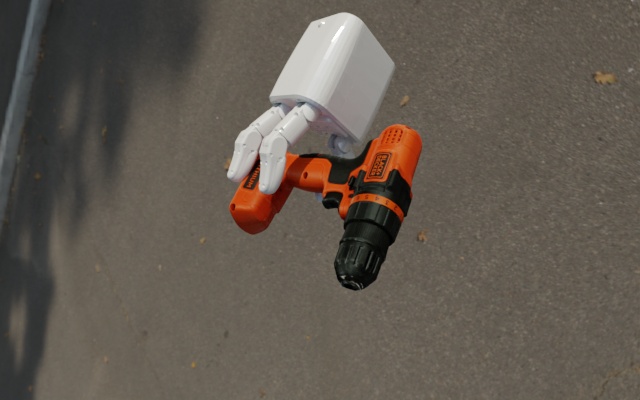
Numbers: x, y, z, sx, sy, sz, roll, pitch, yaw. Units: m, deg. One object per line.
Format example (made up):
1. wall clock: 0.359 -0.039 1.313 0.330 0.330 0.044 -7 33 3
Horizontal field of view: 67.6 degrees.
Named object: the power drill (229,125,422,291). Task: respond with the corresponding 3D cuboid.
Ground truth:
1. power drill: 0.000 0.001 0.492 0.187 0.184 0.057 2 -39 31
